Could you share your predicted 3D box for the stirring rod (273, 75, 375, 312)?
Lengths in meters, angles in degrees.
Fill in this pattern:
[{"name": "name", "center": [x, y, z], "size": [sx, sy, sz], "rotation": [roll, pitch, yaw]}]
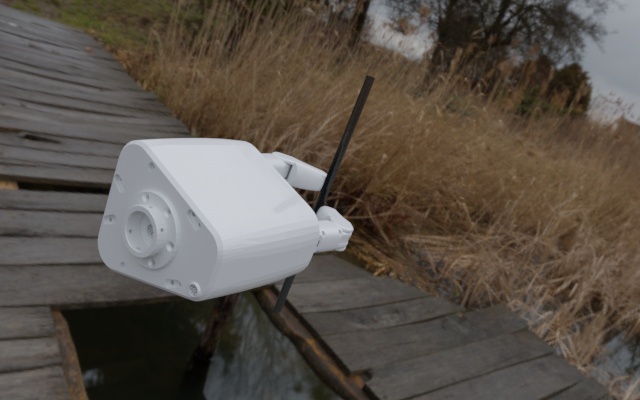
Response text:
[{"name": "stirring rod", "center": [0.000, 0.002, 0.441], "size": [0.011, 0.239, 0.011], "rotation": [20, 16, -6]}]
